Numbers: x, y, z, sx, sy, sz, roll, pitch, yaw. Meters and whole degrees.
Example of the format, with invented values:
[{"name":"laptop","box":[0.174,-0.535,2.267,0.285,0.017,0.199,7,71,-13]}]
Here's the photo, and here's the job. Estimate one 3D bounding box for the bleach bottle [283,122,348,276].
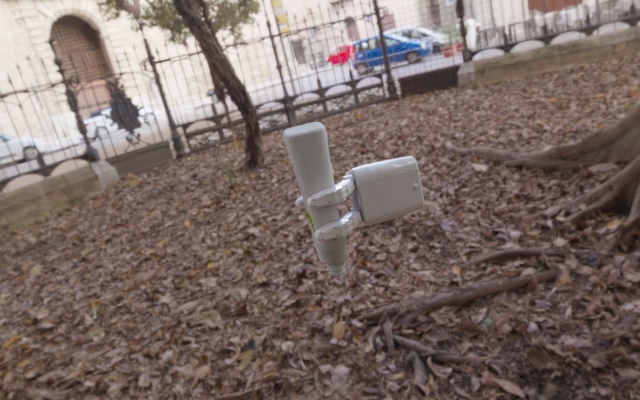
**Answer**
[{"name":"bleach bottle","box":[0.000,0.003,0.791,0.068,0.251,0.102,-14,16,-3]}]
